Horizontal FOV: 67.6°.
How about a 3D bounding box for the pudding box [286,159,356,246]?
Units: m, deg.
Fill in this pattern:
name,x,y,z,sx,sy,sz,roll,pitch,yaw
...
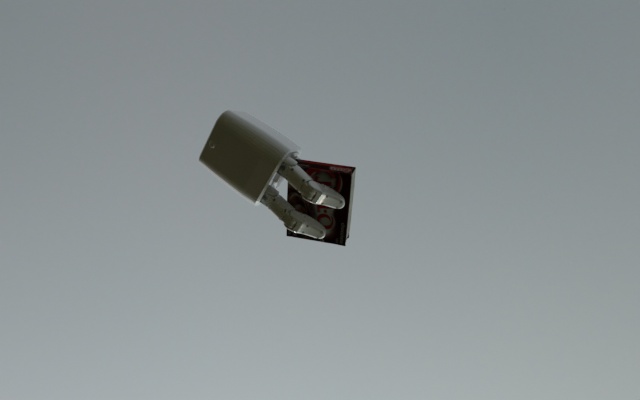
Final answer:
name,x,y,z,sx,sy,sz,roll,pitch,yaw
pudding box,0.000,0.002,0.679,0.090,0.113,0.039,9,26,14
